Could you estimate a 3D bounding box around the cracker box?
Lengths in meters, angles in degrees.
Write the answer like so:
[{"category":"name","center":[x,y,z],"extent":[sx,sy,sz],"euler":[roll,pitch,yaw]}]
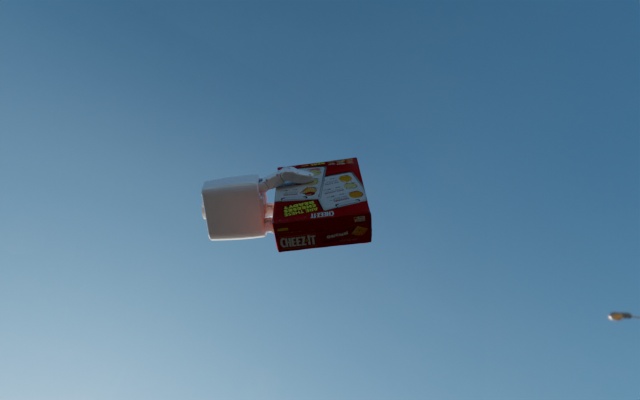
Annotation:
[{"category":"cracker box","center":[0.000,0.003,0.881],"extent":[0.164,0.072,0.213],"euler":[-7,30,1]}]
